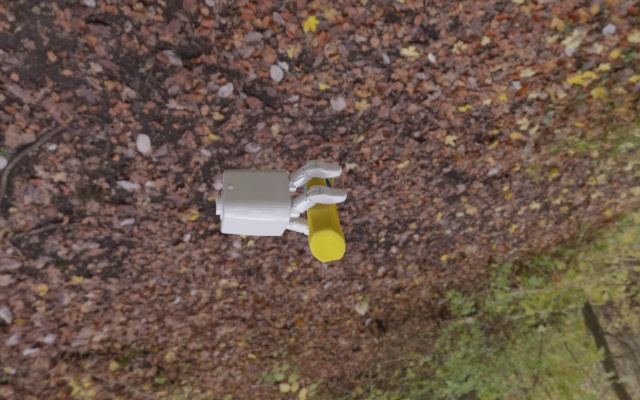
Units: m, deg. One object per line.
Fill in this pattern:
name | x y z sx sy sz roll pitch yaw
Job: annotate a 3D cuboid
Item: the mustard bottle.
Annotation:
mustard bottle | 0.001 0.003 0.824 0.058 0.191 0.096 -13 -38 5
